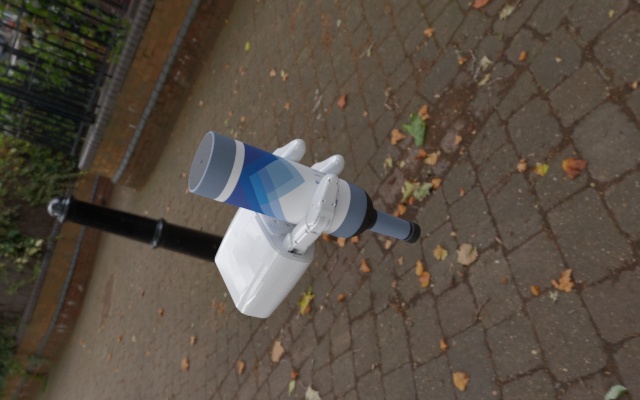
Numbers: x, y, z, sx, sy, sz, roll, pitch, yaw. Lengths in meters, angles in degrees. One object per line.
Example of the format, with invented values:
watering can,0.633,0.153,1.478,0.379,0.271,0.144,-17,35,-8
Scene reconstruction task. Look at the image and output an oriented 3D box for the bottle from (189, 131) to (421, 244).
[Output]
bottle,0.000,0.002,0.558,0.296,0.069,0.069,19,-9,-28
